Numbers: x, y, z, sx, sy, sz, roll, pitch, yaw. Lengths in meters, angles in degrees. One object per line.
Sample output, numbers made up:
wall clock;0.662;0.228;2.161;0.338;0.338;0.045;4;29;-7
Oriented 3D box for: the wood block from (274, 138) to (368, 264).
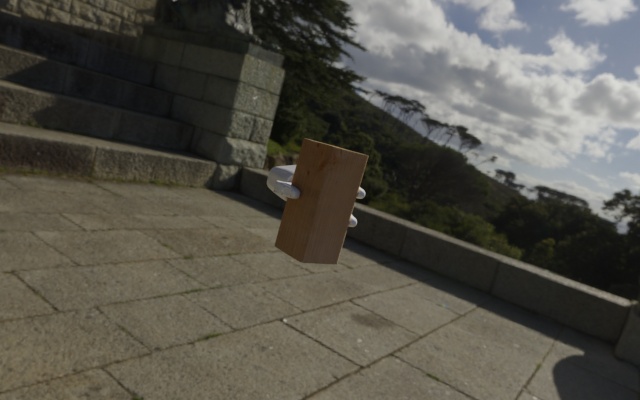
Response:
wood block;0.000;0.003;0.862;0.091;0.206;0.090;9;10;-41
